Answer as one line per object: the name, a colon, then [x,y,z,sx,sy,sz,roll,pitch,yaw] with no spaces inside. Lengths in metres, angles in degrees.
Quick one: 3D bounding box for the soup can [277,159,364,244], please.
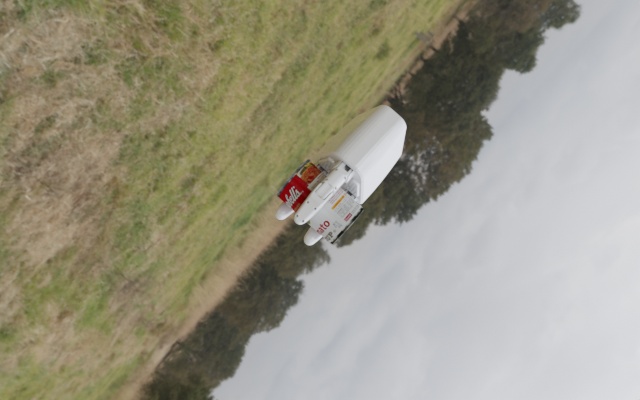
soup can: [0.000,0.003,0.653,0.102,0.068,0.068,42,2,2]
